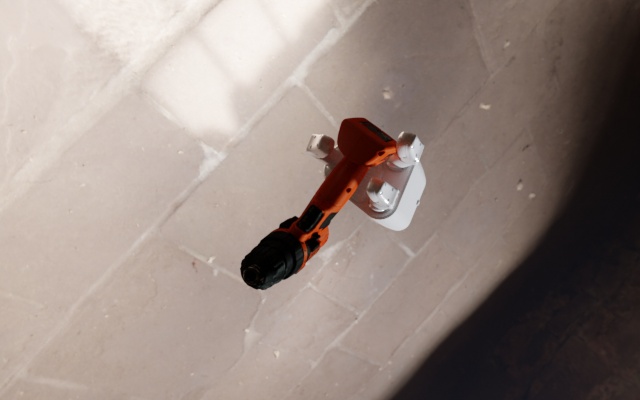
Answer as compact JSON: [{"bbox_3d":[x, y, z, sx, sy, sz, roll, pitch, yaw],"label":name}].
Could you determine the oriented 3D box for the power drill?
[{"bbox_3d":[0.000,0.001,0.508,0.057,0.188,0.184,39,20,6],"label":"power drill"}]
